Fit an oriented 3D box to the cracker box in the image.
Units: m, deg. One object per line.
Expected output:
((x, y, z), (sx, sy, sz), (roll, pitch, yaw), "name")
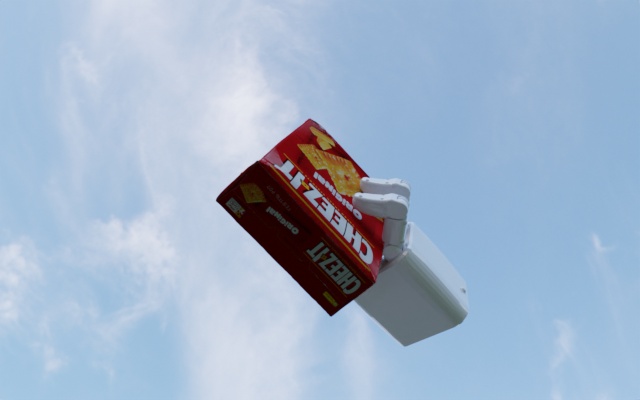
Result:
((0.000, 0.002, 0.545), (0.072, 0.164, 0.213), (-42, 7, 23), "cracker box")
